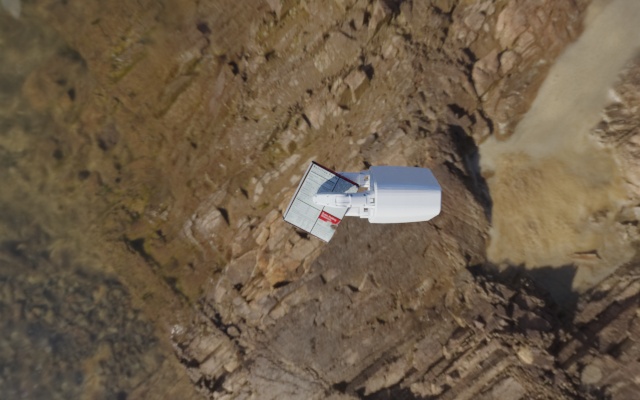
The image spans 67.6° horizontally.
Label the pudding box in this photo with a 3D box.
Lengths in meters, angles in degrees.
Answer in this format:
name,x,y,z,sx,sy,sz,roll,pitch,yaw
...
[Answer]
name,x,y,z,sx,sy,sz,roll,pitch,yaw
pudding box,0.000,0.003,0.797,0.090,0.113,0.039,28,5,-5
